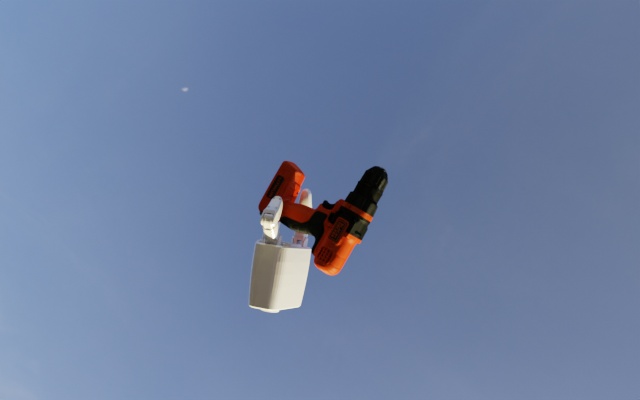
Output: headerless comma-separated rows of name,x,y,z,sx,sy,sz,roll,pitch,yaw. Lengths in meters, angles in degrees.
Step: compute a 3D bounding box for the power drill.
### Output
power drill,0.000,0.003,0.774,0.187,0.184,0.057,28,-3,35
